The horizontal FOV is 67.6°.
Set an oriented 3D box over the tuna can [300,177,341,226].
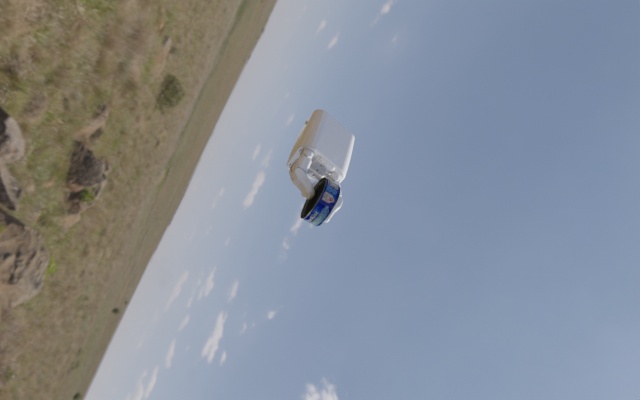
[{"bbox_3d":[0.001,0.003,0.857,0.034,0.086,0.086,30,-8,-13],"label":"tuna can"}]
